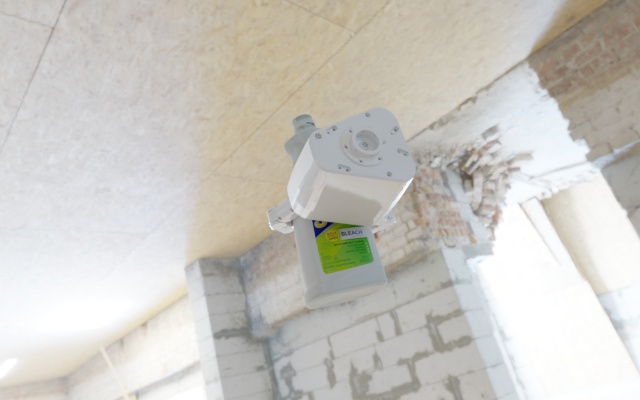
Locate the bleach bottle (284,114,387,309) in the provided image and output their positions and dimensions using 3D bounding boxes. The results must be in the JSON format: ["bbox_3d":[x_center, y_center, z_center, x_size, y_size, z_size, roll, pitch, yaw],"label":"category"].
[{"bbox_3d":[0.000,0.002,0.608,0.102,0.250,0.068,-9,-23,-19],"label":"bleach bottle"}]
